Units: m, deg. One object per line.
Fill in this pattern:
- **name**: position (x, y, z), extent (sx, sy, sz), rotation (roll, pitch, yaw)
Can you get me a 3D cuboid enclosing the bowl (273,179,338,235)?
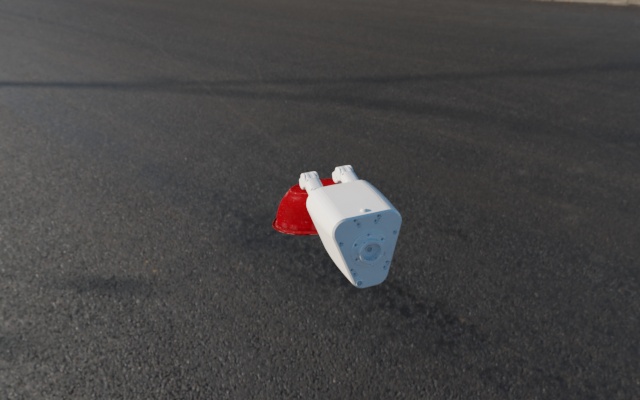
- **bowl**: position (-0.001, 0.002, 0.759), extent (0.162, 0.055, 0.162), rotation (-7, 15, 2)
